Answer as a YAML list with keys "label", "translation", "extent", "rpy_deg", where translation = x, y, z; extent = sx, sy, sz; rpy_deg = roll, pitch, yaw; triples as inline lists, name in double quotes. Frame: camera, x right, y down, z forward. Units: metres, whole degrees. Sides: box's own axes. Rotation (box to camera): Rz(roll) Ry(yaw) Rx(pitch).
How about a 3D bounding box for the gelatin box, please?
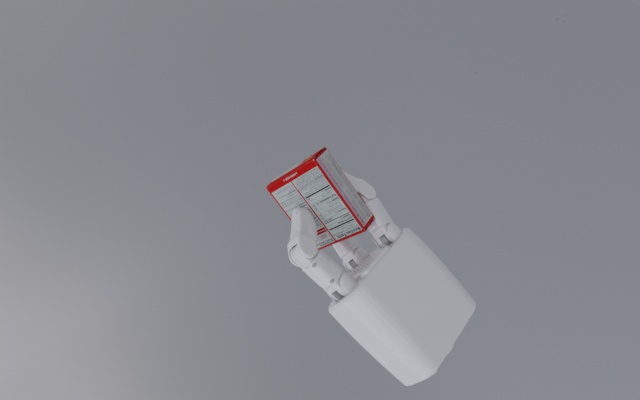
- label: "gelatin box"
  translation: [0.000, 0.002, 0.480]
  extent: [0.073, 0.089, 0.030]
  rpy_deg: [-27, 15, 40]
